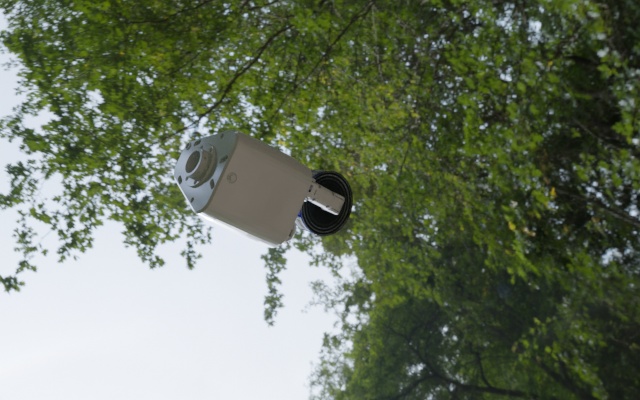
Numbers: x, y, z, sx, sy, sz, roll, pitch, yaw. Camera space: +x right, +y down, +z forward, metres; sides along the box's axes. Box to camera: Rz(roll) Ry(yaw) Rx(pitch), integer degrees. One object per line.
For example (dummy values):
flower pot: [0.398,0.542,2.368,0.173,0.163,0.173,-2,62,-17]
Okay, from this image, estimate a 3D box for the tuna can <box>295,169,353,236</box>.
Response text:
tuna can: [0.000,0.002,0.631,0.086,0.086,0.033,0,9,-38]
